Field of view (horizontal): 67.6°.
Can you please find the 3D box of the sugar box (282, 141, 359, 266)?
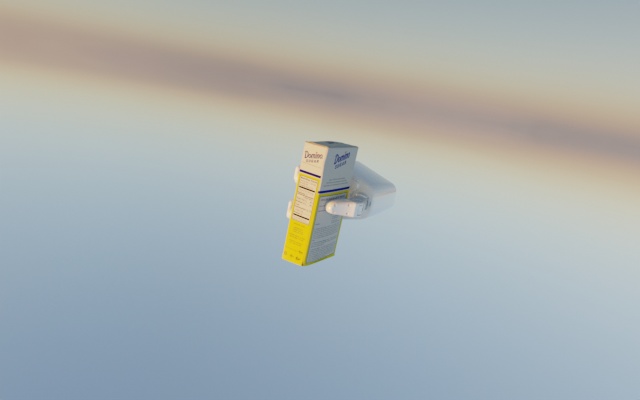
[{"bbox_3d":[0.000,0.002,0.699,0.048,0.176,0.093,17,14,29],"label":"sugar box"}]
